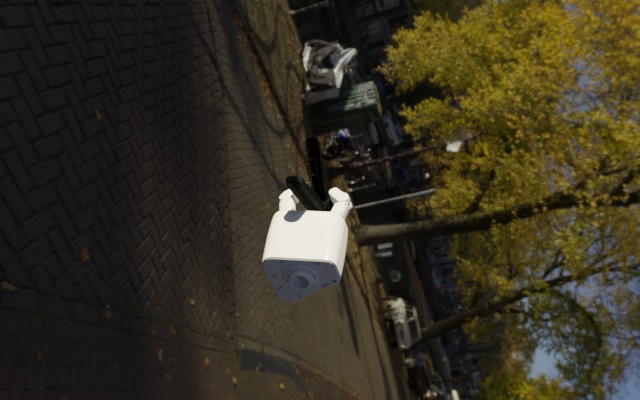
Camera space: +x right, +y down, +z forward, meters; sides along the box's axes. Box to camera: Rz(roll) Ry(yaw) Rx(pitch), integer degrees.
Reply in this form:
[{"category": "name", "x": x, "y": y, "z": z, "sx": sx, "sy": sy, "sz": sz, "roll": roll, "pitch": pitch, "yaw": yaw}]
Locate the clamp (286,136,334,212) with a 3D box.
[{"category": "clamp", "x": 0.001, "y": 0.003, "z": 0.810, "sx": 0.036, "sy": 0.210, "sz": 0.164, "roll": -10, "pitch": 34, "yaw": 18}]
